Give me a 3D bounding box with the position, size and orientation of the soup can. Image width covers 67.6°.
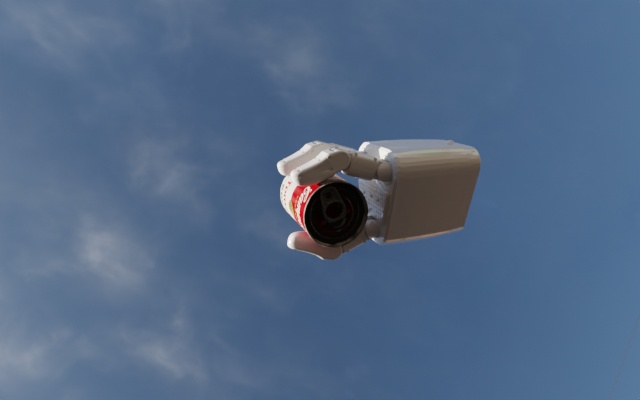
[{"bbox_3d":[0.000,0.002,0.516,0.068,0.068,0.102,0,14,-19],"label":"soup can"}]
